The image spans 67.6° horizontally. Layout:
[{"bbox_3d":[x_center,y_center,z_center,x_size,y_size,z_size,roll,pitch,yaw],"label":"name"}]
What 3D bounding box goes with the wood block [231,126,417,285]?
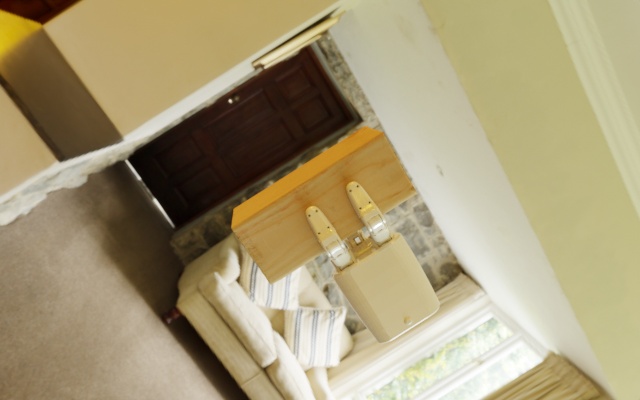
[{"bbox_3d":[0.000,0.002,0.598,0.206,0.090,0.090,-32,15,0],"label":"wood block"}]
